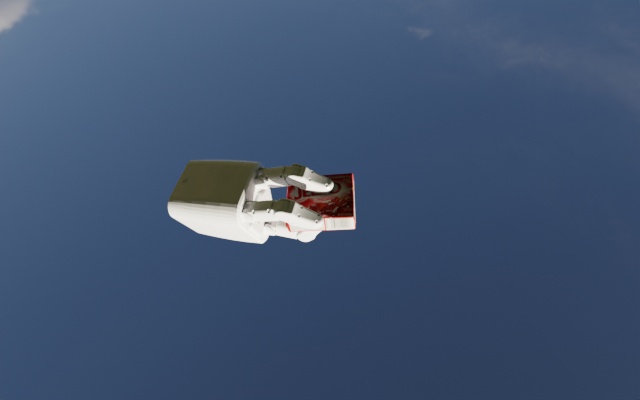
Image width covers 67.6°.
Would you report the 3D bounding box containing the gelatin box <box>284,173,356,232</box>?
[{"bbox_3d":[0.000,0.002,0.623,0.089,0.073,0.030,-3,-38,5],"label":"gelatin box"}]
